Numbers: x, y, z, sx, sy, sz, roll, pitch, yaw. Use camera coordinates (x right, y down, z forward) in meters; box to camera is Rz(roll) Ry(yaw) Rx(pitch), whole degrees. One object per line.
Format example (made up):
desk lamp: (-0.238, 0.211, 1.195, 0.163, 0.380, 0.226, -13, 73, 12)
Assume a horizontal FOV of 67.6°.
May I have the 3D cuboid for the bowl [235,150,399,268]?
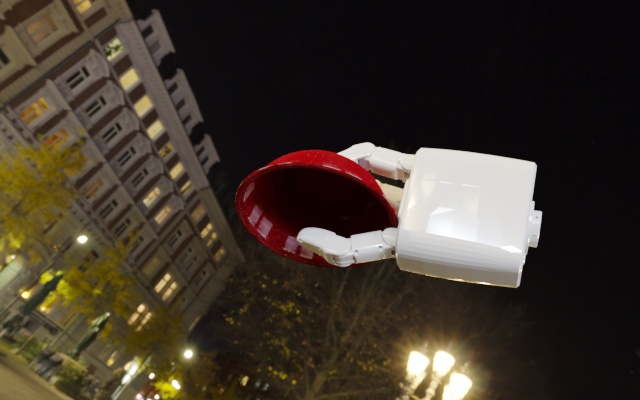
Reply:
bowl: (-0.001, 0.001, 0.479, 0.162, 0.055, 0.162, 8, -39, 7)
